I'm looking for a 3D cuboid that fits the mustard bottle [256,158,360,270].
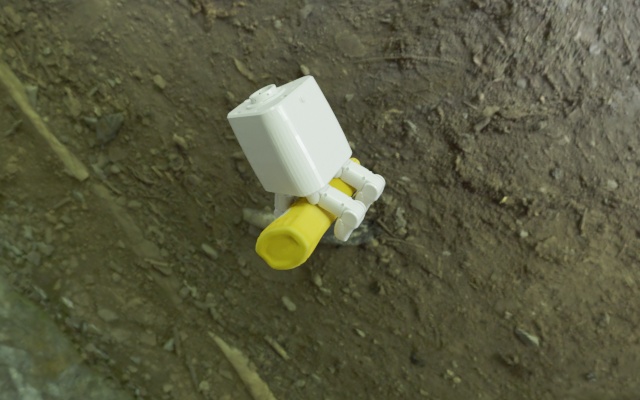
[{"bbox_3d":[0.000,0.002,0.608,0.096,0.058,0.191,-38,9,49],"label":"mustard bottle"}]
